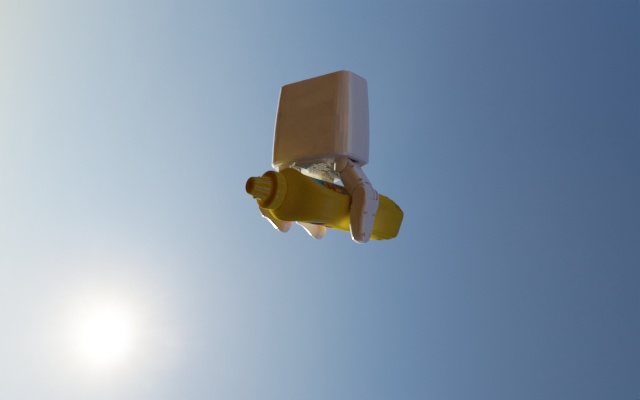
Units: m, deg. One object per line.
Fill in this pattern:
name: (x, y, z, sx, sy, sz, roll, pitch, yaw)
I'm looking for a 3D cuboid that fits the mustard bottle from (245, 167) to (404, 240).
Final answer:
mustard bottle: (0.000, 0.002, 0.543, 0.192, 0.058, 0.096, 15, 6, -40)
